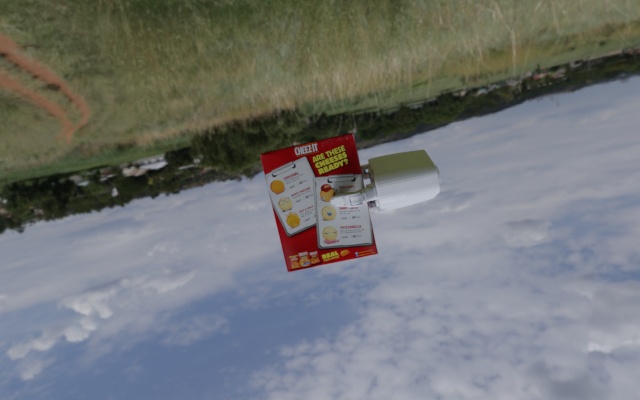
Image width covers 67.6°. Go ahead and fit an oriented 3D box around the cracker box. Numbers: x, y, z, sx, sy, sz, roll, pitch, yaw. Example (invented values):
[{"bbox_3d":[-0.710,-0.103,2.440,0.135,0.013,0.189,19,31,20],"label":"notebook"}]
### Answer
[{"bbox_3d":[0.000,0.003,0.842,0.164,0.214,0.072,-12,9,3],"label":"cracker box"}]
